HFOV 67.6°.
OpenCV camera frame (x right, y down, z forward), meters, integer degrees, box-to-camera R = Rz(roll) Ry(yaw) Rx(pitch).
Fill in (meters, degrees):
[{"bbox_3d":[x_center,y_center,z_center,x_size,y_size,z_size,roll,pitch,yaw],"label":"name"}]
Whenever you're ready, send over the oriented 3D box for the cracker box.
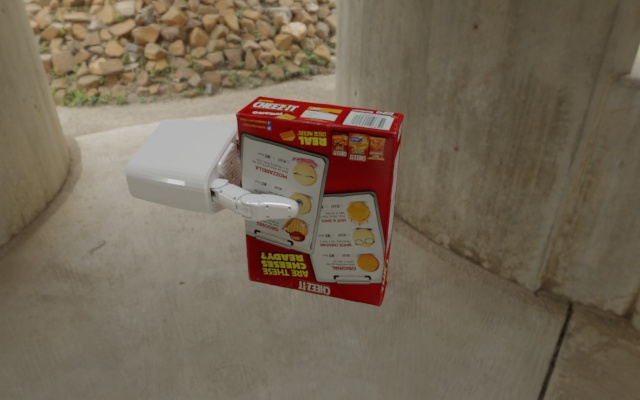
[{"bbox_3d":[0.000,0.002,0.532,0.164,0.214,0.072,9,32,14],"label":"cracker box"}]
